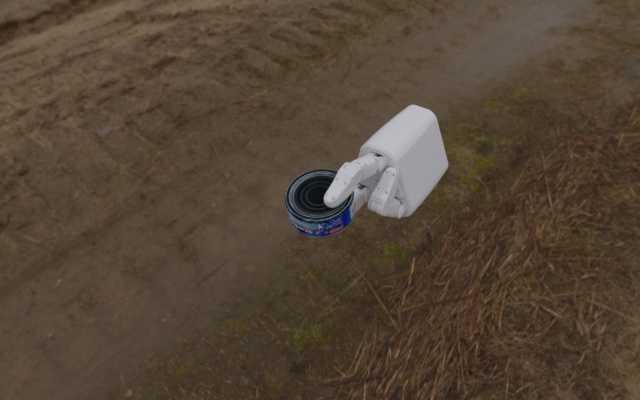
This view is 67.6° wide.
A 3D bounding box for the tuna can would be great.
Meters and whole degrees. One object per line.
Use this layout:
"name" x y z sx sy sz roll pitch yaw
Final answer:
"tuna can" 0.000 0.002 0.587 0.086 0.086 0.034 0 -39 9
